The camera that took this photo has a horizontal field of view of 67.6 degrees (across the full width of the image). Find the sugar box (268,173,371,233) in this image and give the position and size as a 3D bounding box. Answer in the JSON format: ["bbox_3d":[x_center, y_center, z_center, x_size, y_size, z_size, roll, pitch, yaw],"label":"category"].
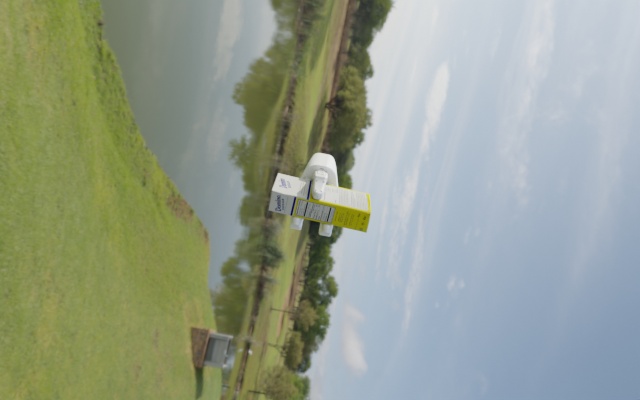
[{"bbox_3d":[0.000,0.003,0.851,0.176,0.048,0.093,11,23,-1],"label":"sugar box"}]
